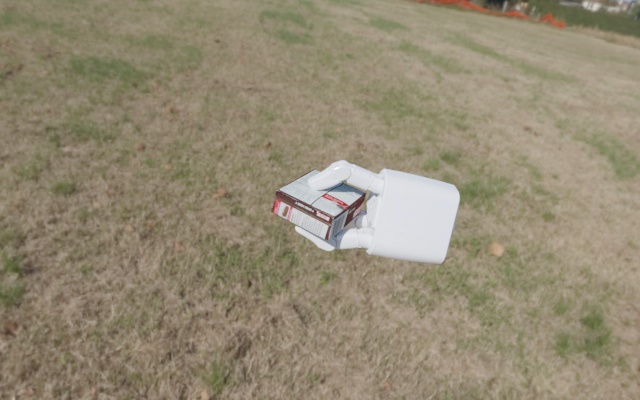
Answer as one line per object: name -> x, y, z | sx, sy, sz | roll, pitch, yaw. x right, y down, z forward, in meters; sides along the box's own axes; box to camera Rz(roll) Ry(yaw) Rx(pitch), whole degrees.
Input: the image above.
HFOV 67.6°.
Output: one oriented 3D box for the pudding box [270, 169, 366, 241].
pudding box -> 0.000, 0.002, 0.653 | 0.090, 0.039, 0.113 | 25, 26, 18
